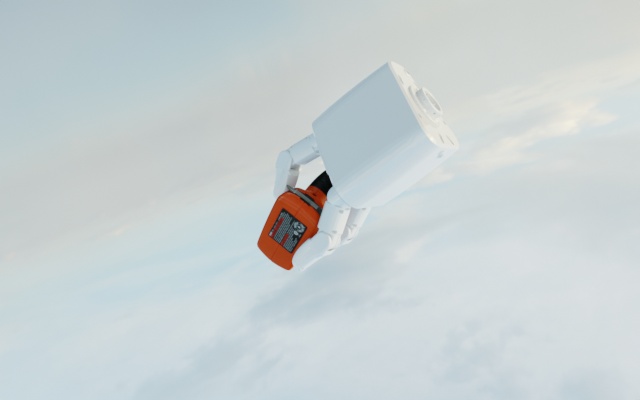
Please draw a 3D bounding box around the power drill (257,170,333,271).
[{"bbox_3d":[0.000,0.002,0.597,0.057,0.184,0.187,35,44,8],"label":"power drill"}]
